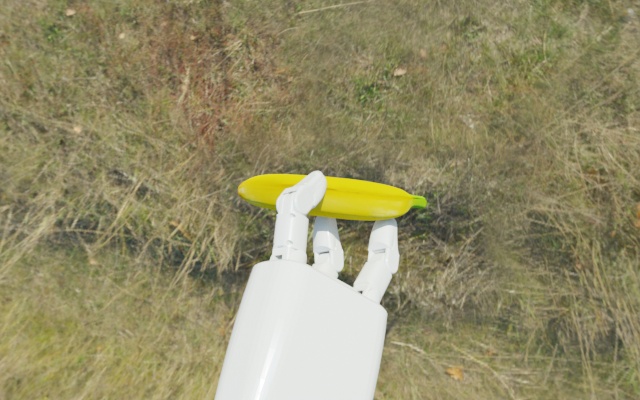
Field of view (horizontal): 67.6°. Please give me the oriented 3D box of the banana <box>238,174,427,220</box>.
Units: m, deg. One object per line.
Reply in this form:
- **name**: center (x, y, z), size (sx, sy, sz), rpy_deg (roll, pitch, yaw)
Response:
- **banana**: center (-0.002, -0.002, 0.460), size (0.198, 0.037, 0.070), rpy_deg (6, -10, 17)
